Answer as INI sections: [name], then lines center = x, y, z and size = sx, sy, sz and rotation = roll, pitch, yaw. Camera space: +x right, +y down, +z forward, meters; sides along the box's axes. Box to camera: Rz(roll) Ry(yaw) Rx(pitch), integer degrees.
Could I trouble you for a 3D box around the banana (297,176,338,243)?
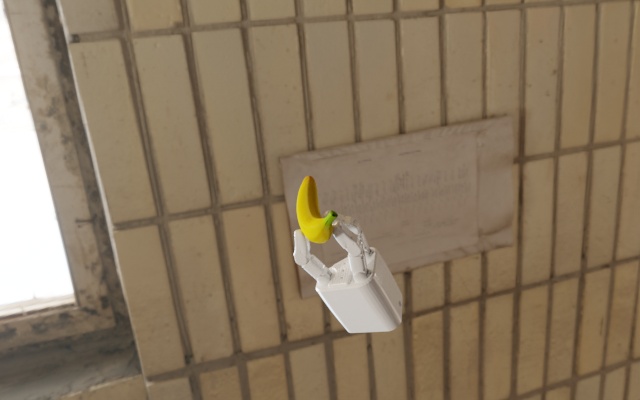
[banana]
center = -0.009, 0.019, 0.746
size = 0.037, 0.069, 0.197
rotation = 28, 10, -21
